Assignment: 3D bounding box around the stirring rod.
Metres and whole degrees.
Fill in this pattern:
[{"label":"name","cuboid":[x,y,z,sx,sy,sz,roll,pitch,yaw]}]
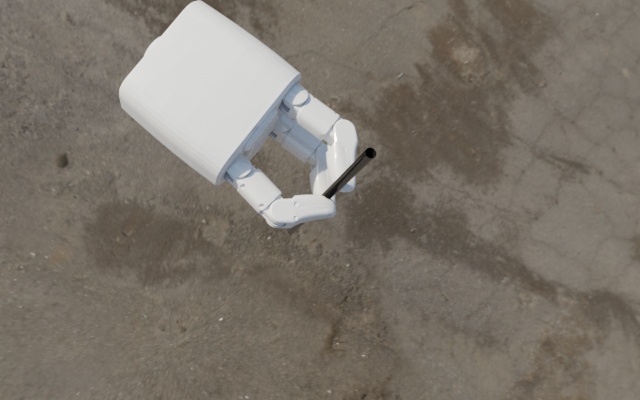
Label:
[{"label":"stirring rod","cuboid":[0.000,0.001,0.430,0.011,0.011,0.239,0,-16,-17]}]
